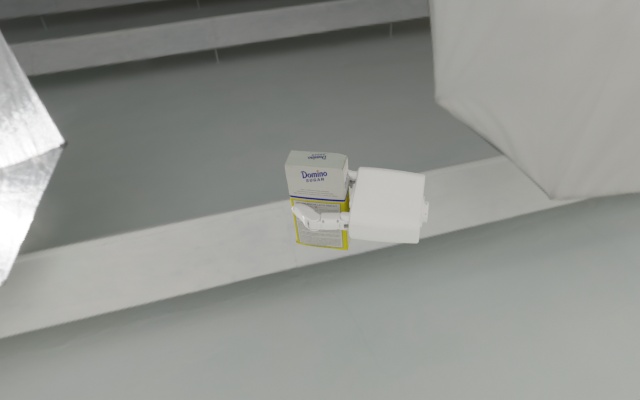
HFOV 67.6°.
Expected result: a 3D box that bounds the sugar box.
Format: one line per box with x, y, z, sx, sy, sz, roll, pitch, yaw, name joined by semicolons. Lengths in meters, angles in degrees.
0.000;0.002;0.778;0.093;0.176;0.048;6;40;12;sugar box
